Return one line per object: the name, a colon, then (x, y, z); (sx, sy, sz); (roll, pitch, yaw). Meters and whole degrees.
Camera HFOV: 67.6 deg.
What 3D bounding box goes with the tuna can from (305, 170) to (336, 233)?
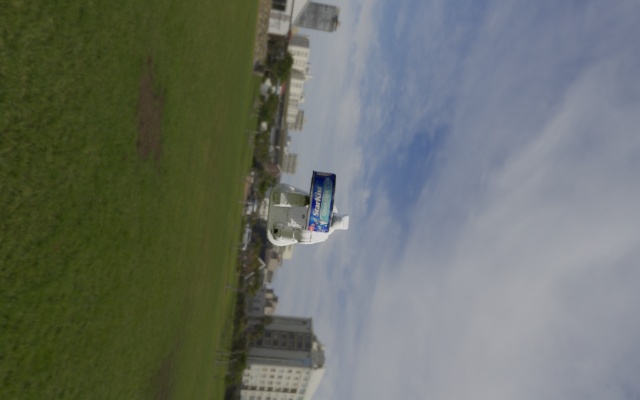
tuna can: (0.001, 0.002, 0.670); (0.034, 0.086, 0.086); (7, 0, -2)
